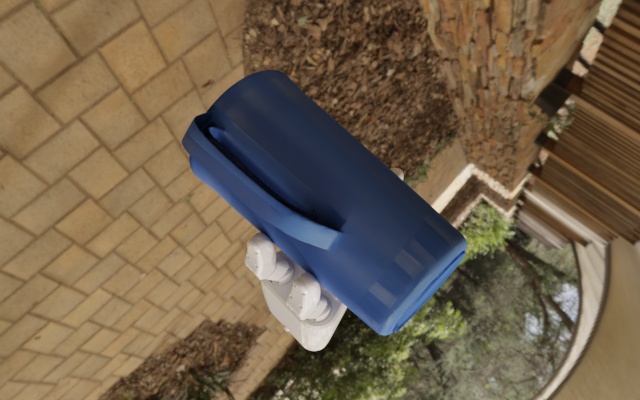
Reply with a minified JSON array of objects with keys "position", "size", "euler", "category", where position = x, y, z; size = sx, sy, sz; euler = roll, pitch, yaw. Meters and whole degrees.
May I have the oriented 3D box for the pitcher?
[{"position":[0.000,0.001,0.425],"size":[0.149,0.242,0.145],"euler":[-39,-22,-25],"category":"pitcher"}]
